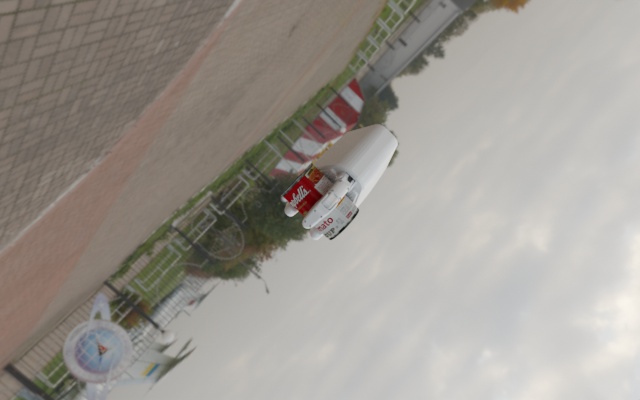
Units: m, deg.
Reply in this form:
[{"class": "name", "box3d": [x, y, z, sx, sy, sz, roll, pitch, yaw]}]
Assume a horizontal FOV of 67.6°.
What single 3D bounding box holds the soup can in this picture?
[{"class": "soup can", "box3d": [0.000, 0.003, 0.726, 0.102, 0.068, 0.068, 44, -5, -5]}]
